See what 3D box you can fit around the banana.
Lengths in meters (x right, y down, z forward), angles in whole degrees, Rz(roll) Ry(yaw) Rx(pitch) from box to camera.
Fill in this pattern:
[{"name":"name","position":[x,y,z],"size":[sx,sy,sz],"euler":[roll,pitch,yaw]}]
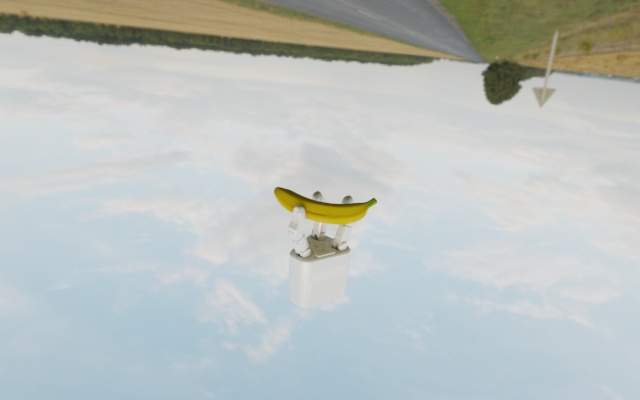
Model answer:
[{"name":"banana","position":[-0.003,0.011,0.856],"size":[0.198,0.037,0.069],"euler":[9,28,16]}]
